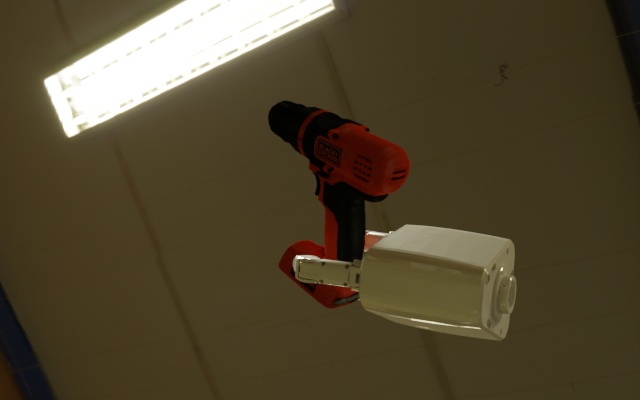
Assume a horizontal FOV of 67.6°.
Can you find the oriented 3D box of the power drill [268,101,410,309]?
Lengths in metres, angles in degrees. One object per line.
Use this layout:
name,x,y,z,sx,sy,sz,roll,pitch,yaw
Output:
power drill,0.000,0.002,0.497,0.057,0.188,0.184,-15,33,-36
